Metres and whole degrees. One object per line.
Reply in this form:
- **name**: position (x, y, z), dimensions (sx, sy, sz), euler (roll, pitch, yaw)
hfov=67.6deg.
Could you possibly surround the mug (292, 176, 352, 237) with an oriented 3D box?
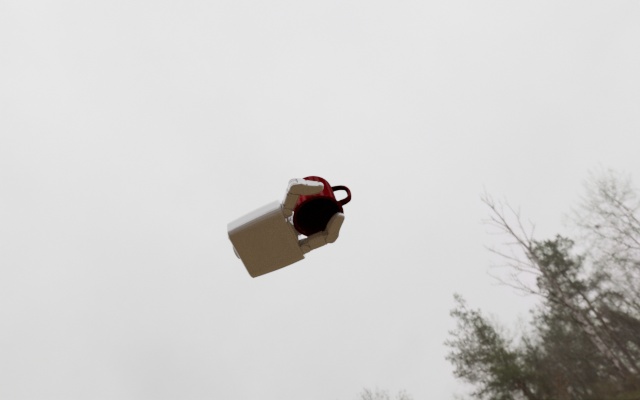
- **mug**: position (0.001, 0.002, 0.874), dimensions (0.117, 0.093, 0.081), euler (-23, 37, 4)
